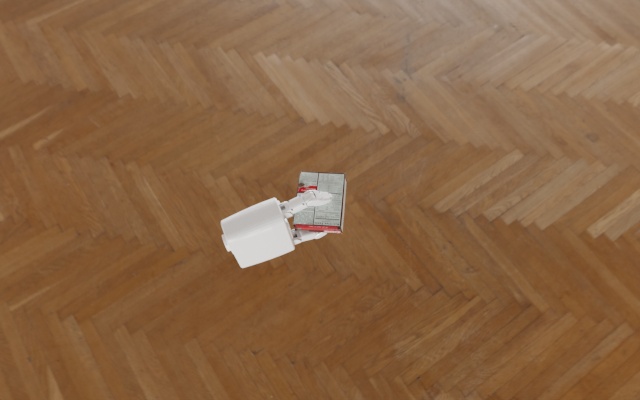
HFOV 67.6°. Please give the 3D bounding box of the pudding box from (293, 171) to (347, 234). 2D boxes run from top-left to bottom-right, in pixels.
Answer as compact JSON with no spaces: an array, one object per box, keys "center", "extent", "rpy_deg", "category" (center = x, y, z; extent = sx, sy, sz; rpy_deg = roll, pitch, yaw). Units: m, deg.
[{"center":[0.000,0.003,0.886],"extent":[0.090,0.113,0.039],"rpy_deg":[4,-22,7],"category":"pudding box"}]
